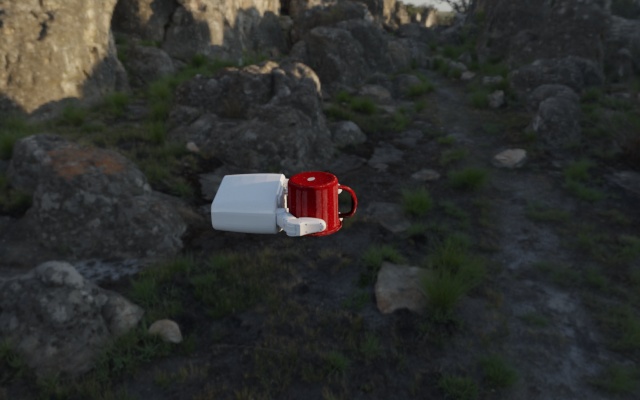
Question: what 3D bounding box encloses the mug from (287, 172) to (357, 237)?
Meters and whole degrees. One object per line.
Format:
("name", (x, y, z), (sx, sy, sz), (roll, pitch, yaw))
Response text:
("mug", (0.002, 0.002, 0.774), (0.117, 0.081, 0.093), (0, 22, 4))
